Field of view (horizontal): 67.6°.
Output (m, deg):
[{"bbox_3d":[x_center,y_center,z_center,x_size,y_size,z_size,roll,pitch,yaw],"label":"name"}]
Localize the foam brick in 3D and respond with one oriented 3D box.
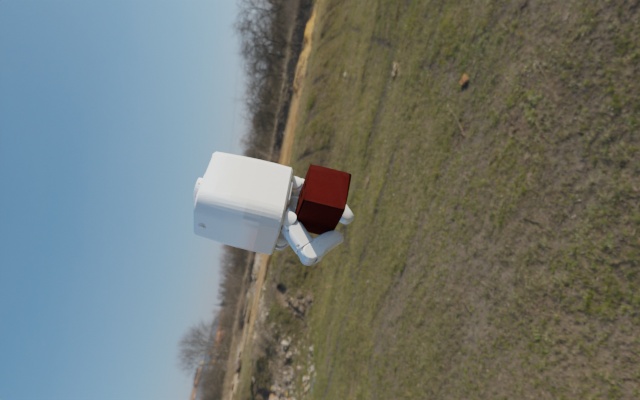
[{"bbox_3d":[0.000,0.002,0.583,0.051,0.053,0.078,15,-32,-6],"label":"foam brick"}]
